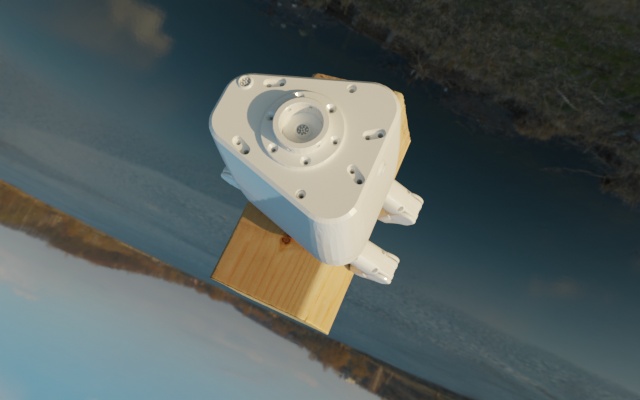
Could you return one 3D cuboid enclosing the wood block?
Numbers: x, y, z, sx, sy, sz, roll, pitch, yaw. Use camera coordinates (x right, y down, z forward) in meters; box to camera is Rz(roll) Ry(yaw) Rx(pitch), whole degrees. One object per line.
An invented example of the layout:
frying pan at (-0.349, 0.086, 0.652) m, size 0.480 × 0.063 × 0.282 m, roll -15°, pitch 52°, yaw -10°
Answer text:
wood block at (0.000, 0.001, 0.434) m, size 0.091 × 0.206 × 0.090 m, roll 19°, pitch -16°, yaw 22°
